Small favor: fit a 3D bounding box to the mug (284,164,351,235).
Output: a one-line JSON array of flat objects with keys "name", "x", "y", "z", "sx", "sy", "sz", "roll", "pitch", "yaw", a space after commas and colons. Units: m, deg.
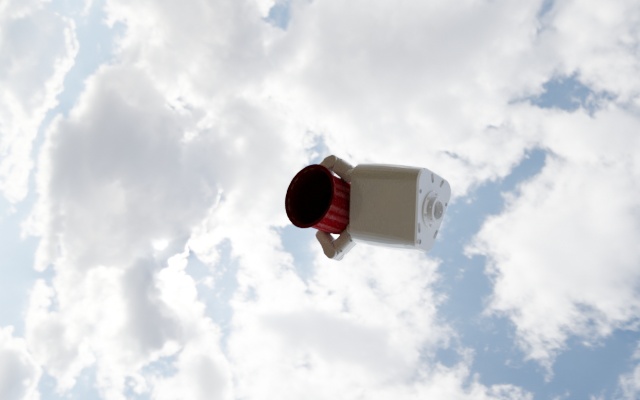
[{"name": "mug", "x": -0.001, "y": 0.002, "z": 0.699, "sx": 0.117, "sy": 0.093, "sz": 0.081, "roll": 8, "pitch": -9, "yaw": 43}]
